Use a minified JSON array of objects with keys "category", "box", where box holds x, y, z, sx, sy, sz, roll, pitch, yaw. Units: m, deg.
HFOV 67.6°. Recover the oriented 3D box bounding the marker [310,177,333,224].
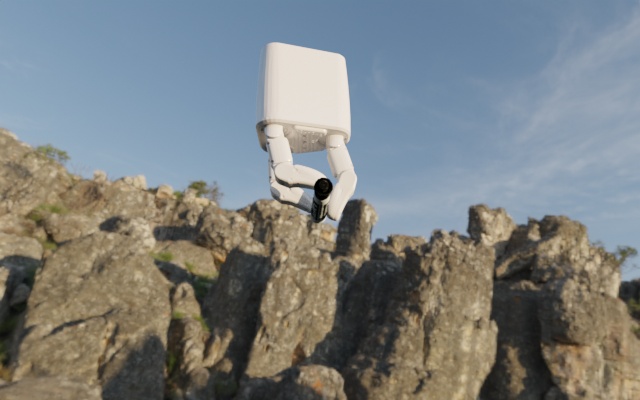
[{"category":"marker","box":[0.000,0.002,0.516,0.020,0.020,0.121,0,-17,-3]}]
